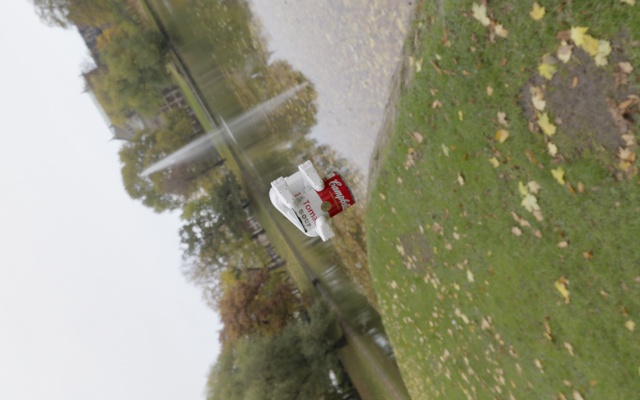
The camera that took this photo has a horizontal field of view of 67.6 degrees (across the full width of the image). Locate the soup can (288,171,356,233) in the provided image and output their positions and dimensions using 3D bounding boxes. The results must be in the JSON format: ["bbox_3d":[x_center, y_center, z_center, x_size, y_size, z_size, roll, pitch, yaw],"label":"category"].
[{"bbox_3d":[0.000,0.003,0.823,0.102,0.068,0.068,-31,4,-7],"label":"soup can"}]
